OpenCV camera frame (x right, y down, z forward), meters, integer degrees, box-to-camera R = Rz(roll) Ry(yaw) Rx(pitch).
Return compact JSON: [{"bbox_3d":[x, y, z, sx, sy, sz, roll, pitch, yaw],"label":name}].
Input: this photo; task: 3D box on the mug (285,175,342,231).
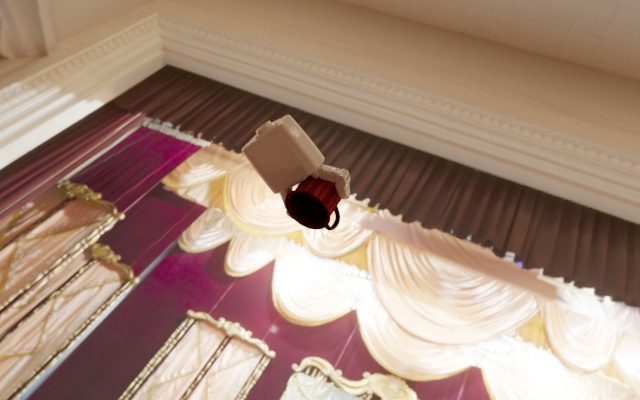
[{"bbox_3d":[0.001,0.004,0.897,0.093,0.117,0.081,-20,25,43],"label":"mug"}]
